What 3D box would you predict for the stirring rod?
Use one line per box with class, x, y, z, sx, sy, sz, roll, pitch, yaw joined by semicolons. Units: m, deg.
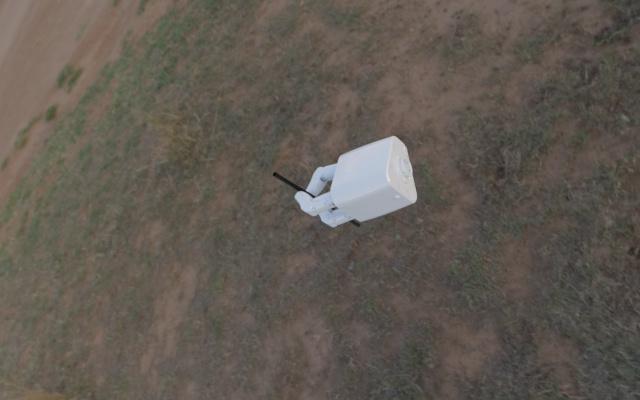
stirring rod;0.000;0.003;0.865;0.011;0.011;0.240;0;-23;43
